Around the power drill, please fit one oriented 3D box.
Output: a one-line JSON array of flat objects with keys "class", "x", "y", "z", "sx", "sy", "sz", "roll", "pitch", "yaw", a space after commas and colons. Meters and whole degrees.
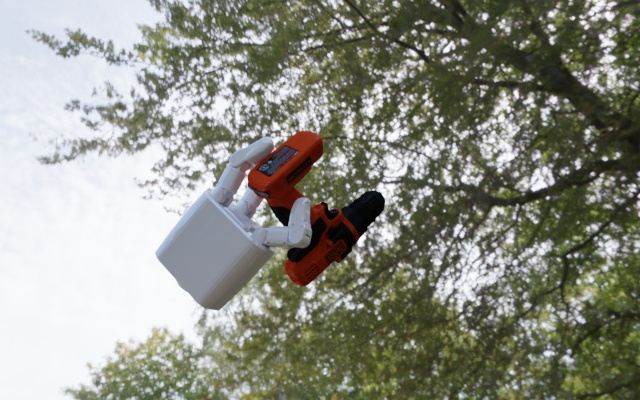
[{"class": "power drill", "x": 0.000, "y": 0.002, "z": 0.644, "sx": 0.184, "sy": 0.188, "sz": 0.057, "roll": -43, "pitch": 37, "yaw": -19}]
